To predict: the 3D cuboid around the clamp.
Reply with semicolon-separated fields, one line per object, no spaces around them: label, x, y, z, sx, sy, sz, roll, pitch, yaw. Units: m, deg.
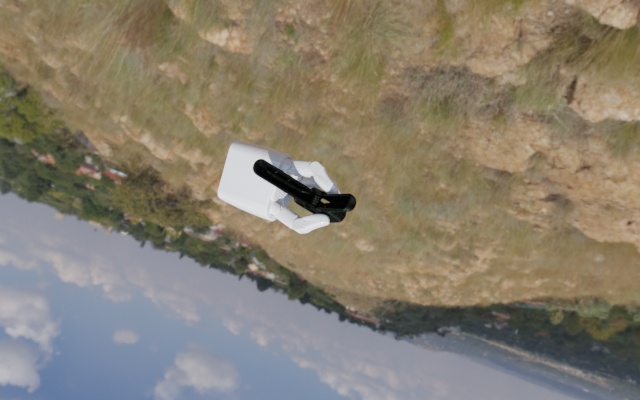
clamp;0.000;0.003;0.763;0.164;0.036;0.210;22;-10;24
